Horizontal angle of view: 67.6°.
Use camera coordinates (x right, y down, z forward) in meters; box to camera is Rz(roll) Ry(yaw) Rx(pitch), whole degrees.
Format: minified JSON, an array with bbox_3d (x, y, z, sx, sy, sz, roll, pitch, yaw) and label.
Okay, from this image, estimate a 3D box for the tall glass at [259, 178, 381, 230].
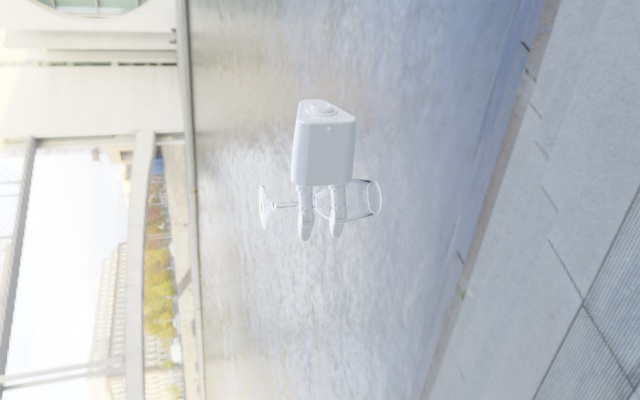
[{"bbox_3d":[-0.001,0.003,0.815,0.201,0.079,0.079,-5,1,-17],"label":"tall glass"}]
